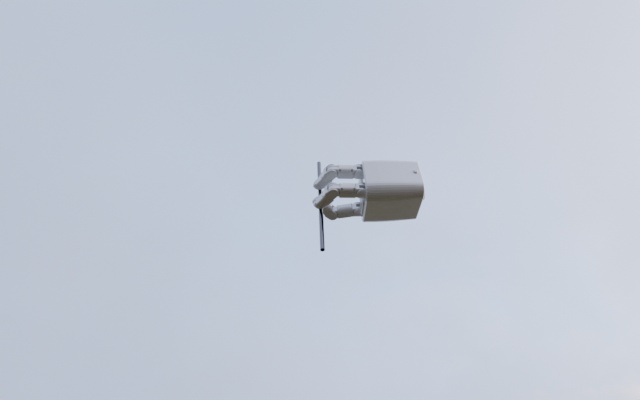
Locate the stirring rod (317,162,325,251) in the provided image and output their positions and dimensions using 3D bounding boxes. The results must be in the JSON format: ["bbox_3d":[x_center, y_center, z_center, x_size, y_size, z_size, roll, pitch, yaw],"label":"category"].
[{"bbox_3d":[0.000,0.003,0.885,0.011,0.011,0.239,0,41,-2],"label":"stirring rod"}]
